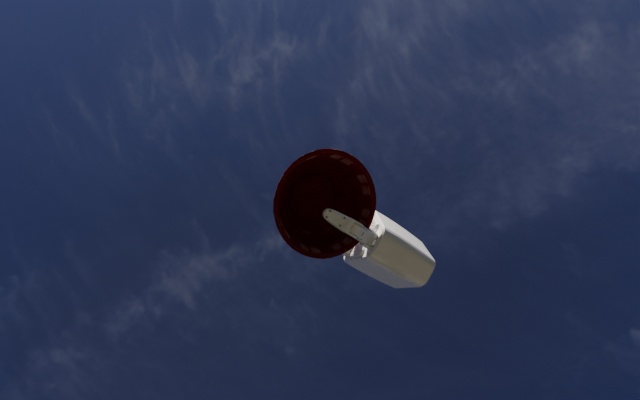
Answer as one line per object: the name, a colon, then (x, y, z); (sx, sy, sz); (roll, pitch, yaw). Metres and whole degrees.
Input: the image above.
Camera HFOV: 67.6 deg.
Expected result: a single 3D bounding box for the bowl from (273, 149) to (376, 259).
bowl: (-0.001, 0.001, 0.714); (0.162, 0.162, 0.055); (0, 9, -22)
